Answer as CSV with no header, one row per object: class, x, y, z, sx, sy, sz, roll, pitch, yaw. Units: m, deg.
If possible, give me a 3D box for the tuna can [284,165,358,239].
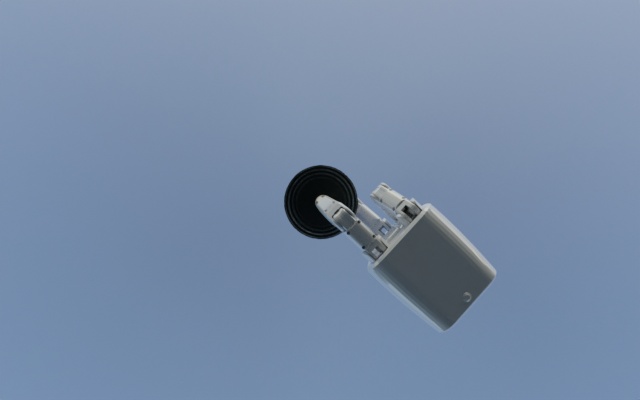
tuna can,0.000,0.002,0.566,0.086,0.086,0.034,0,0,-2
